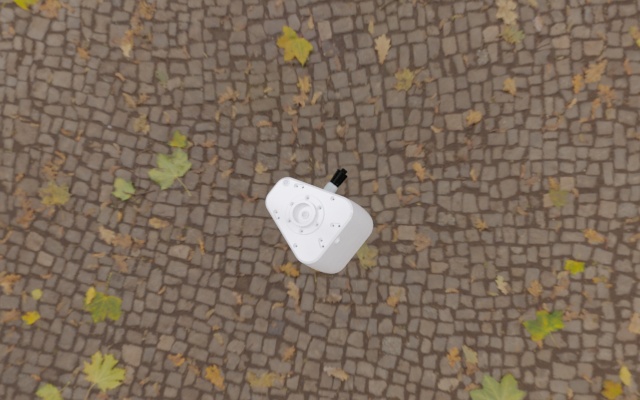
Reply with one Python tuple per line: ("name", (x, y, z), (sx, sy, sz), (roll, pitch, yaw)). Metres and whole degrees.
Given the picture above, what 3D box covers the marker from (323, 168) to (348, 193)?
("marker", (0.000, 0.002, 0.709), (0.020, 0.121, 0.020), (37, 1, -1))
